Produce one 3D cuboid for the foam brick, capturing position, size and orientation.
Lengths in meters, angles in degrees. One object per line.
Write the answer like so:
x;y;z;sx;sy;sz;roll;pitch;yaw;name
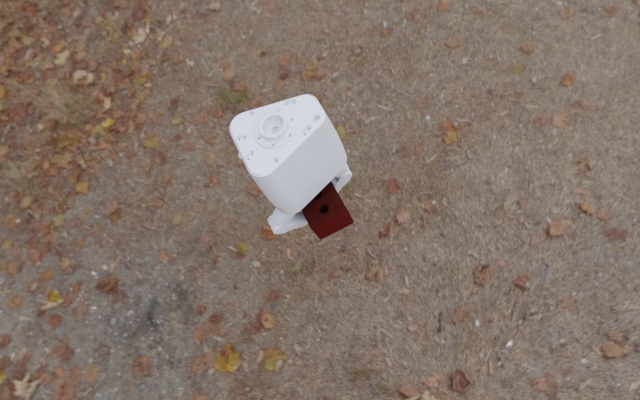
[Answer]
0.000;0.002;0.631;0.053;0.078;0.051;-30;-27;1;foam brick
